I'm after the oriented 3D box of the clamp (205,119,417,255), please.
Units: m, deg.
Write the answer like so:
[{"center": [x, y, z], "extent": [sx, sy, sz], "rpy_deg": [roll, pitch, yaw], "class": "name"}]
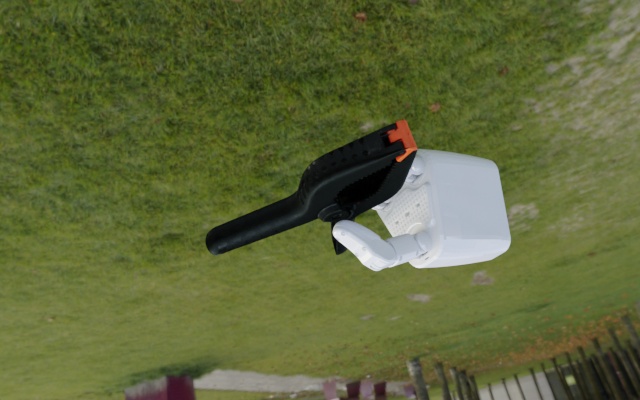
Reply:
[{"center": [0.001, 0.002, 0.422], "extent": [0.164, 0.036, 0.210], "rpy_deg": [0, -29, -31], "class": "clamp"}]
